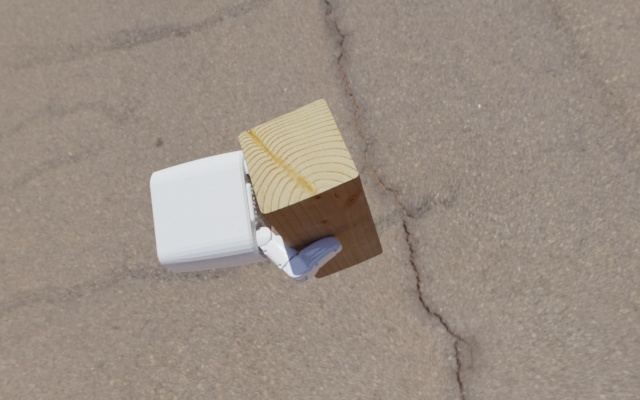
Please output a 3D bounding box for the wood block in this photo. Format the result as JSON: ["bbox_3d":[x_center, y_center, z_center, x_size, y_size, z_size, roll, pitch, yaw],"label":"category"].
[{"bbox_3d":[0.000,0.002,0.507,0.090,0.090,0.206,-22,-27,3],"label":"wood block"}]
